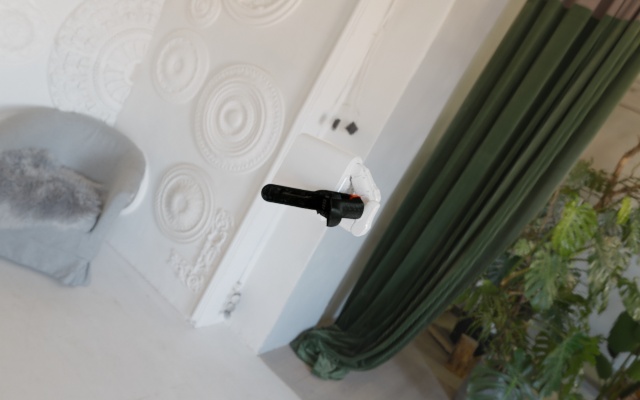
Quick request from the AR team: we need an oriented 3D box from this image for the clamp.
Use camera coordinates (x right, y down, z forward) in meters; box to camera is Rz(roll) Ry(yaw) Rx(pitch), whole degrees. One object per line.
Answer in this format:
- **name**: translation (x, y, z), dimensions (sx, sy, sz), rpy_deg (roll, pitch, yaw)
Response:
- **clamp**: translation (0.000, 0.002, 0.661), dimensions (0.120, 0.039, 0.171), rpy_deg (25, 10, 21)
